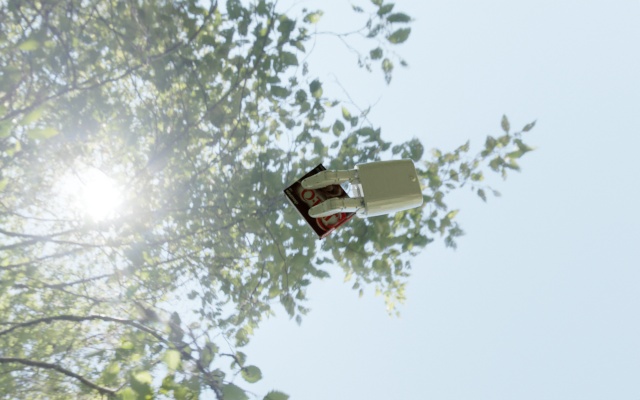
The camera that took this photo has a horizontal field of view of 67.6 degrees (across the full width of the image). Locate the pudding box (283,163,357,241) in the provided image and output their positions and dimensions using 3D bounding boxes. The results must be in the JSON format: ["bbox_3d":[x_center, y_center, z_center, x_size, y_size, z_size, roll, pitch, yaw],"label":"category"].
[{"bbox_3d":[0.000,0.003,0.872,0.090,0.113,0.039,-37,-16,-12],"label":"pudding box"}]
